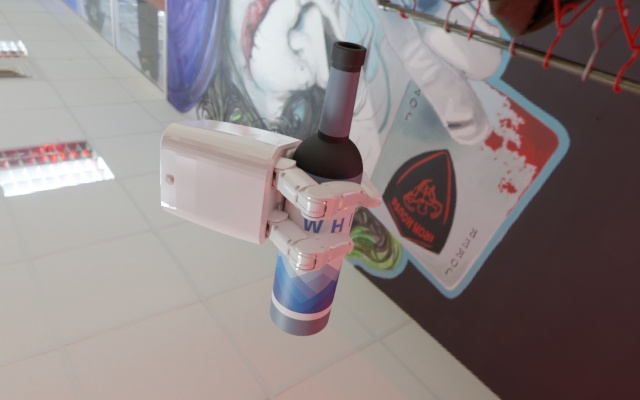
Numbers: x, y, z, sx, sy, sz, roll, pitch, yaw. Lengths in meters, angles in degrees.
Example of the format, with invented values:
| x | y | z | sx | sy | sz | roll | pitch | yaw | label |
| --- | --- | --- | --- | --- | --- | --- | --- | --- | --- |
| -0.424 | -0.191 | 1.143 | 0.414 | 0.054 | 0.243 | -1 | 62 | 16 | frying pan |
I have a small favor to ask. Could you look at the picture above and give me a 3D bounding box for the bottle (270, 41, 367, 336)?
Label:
| x | y | z | sx | sy | sz | roll | pitch | yaw | label |
| --- | --- | --- | --- | --- | --- | --- | --- | --- | --- |
| 0.000 | 0.002 | 0.454 | 0.069 | 0.296 | 0.069 | 8 | 31 | -5 | bottle |
